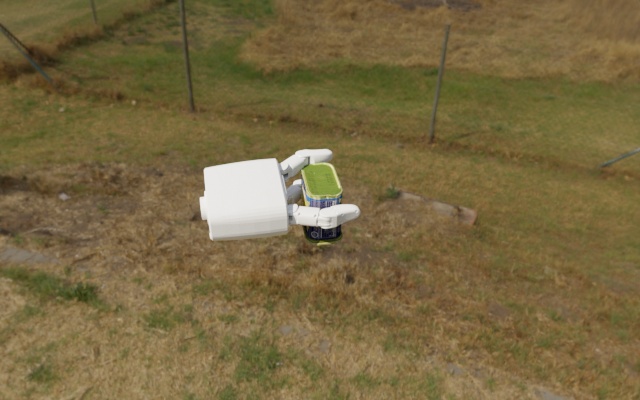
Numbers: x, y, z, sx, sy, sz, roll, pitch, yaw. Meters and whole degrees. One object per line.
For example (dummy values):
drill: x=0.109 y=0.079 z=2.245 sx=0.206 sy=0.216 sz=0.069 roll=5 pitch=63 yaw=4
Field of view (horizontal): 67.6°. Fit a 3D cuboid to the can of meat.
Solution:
can of meat: x=0.000 y=0.002 z=0.714 sx=0.057 sy=0.084 sz=0.102 roll=-5 pitch=34 yaw=-8
